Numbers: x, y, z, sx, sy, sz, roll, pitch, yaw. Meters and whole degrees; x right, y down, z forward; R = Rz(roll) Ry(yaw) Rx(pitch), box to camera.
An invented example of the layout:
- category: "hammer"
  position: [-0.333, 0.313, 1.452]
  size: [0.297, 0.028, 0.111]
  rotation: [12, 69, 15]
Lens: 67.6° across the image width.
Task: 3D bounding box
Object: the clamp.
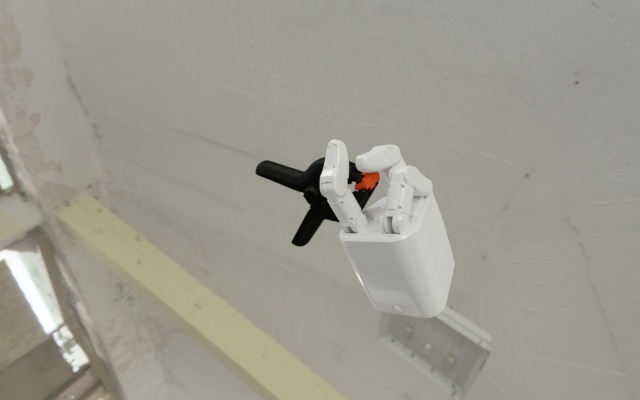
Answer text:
- category: "clamp"
  position: [0.001, 0.001, 0.567]
  size: [0.171, 0.120, 0.039]
  rotation: [-2, 31, 44]
